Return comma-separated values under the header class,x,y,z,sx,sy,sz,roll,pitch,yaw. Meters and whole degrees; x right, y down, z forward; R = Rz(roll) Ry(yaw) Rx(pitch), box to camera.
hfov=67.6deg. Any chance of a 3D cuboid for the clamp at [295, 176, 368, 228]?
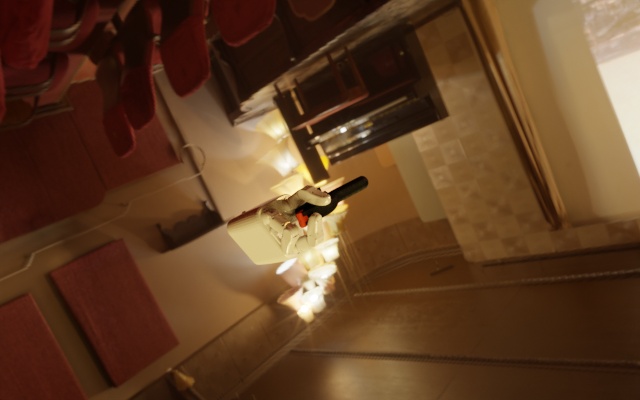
class,x,y,z,sx,sy,sz,roll,pitch,yaw
clamp,0.000,0.003,0.873,0.120,0.039,0.171,-19,9,45
